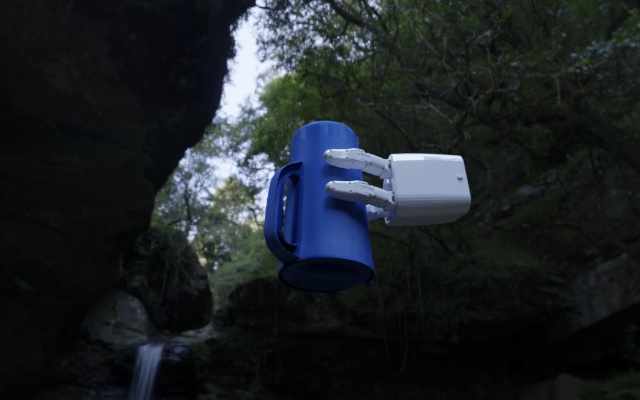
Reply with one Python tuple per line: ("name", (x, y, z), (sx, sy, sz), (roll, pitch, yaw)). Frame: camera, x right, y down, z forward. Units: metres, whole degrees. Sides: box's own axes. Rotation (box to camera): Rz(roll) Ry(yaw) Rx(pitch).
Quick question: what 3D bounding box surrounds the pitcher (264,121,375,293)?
("pitcher", (0.000, 0.002, 0.703), (0.145, 0.242, 0.149), (-1, -30, 1))
